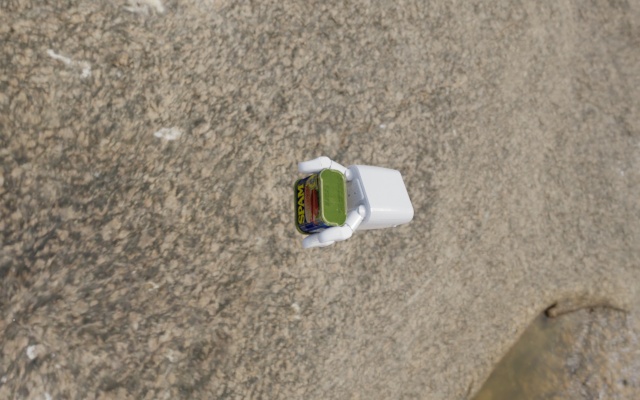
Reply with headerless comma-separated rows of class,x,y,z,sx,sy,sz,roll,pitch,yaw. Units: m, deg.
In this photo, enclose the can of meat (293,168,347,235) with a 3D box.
can of meat,0.000,0.002,0.809,0.057,0.102,0.084,6,-15,-32
